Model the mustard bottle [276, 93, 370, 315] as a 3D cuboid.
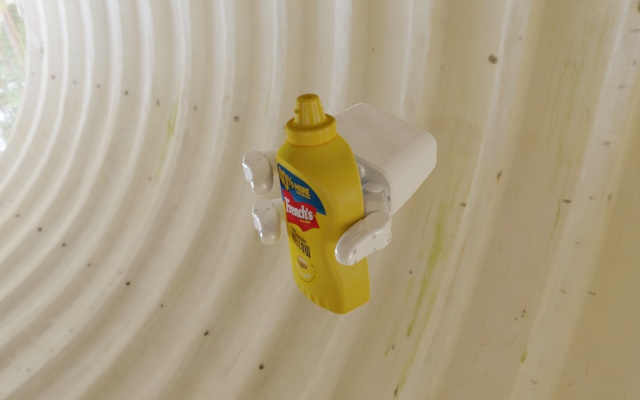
[{"bbox_3d":[0.000,0.002,0.418,0.058,0.192,0.096,-21,33,-23],"label":"mustard bottle"}]
